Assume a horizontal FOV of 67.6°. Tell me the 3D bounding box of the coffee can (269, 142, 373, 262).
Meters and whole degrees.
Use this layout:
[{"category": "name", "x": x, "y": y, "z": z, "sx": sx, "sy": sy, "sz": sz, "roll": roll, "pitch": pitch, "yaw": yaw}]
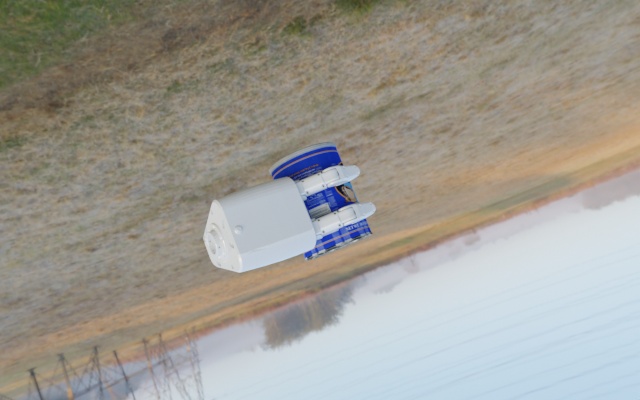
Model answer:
[{"category": "coffee can", "x": 0.000, "y": 0.002, "z": 0.678, "sx": 0.103, "sy": 0.140, "sz": 0.103, "roll": -22, "pitch": -8, "yaw": -3}]
